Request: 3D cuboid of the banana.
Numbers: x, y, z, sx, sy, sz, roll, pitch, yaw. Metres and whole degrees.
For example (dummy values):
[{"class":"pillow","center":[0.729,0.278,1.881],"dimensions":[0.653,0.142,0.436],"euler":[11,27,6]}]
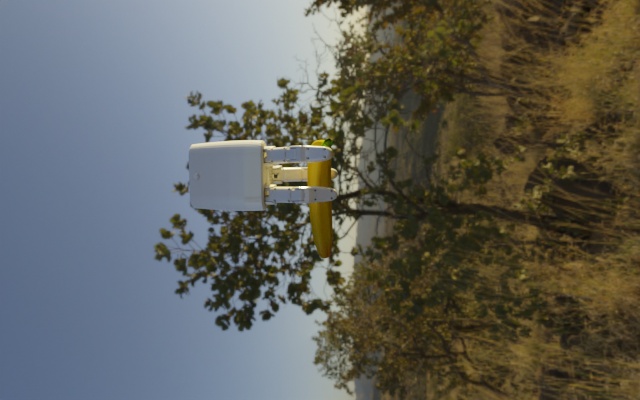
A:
[{"class":"banana","center":[0.000,-0.010,0.713],"dimensions":[0.037,0.198,0.069],"euler":[-2,29,-1]}]
